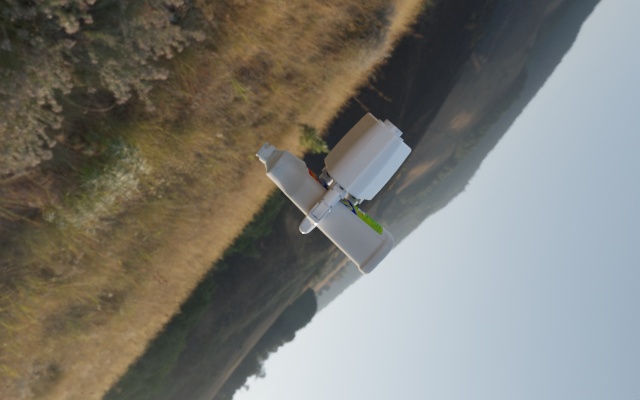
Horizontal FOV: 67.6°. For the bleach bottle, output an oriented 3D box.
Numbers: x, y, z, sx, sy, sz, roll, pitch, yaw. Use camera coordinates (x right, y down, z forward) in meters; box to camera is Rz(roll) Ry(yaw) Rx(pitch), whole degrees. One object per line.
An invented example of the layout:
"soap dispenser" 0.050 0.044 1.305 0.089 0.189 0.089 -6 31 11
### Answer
"bleach bottle" 0.000 0.002 0.746 0.251 0.068 0.102 41 12 0
